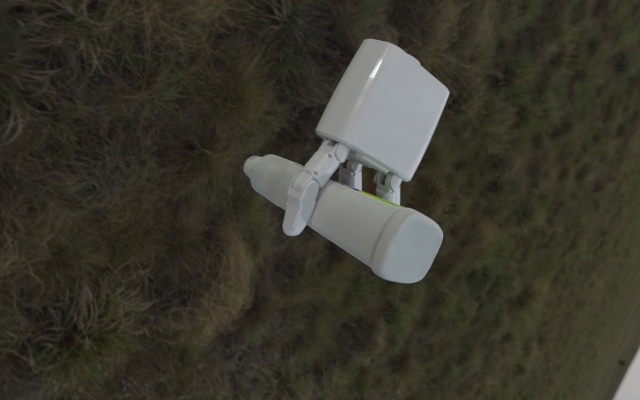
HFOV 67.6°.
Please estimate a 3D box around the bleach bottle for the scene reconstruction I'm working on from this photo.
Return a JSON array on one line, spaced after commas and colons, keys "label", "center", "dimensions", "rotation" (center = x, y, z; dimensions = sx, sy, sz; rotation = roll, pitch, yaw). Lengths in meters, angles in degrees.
[{"label": "bleach bottle", "center": [0.000, 0.002, 0.513], "dimensions": [0.250, 0.068, 0.102], "rotation": [27, 3, 36]}]
